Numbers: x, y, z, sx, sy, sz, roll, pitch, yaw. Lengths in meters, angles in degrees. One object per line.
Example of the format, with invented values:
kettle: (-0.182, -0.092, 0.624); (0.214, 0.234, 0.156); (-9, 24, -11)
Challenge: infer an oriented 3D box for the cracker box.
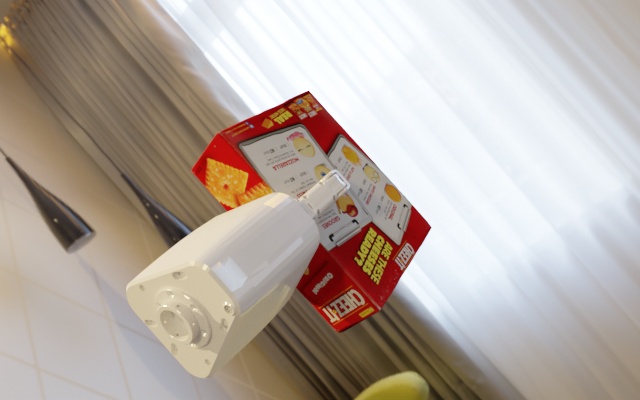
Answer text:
cracker box: (0.000, 0.001, 0.498); (0.072, 0.213, 0.164); (-42, 0, 39)
